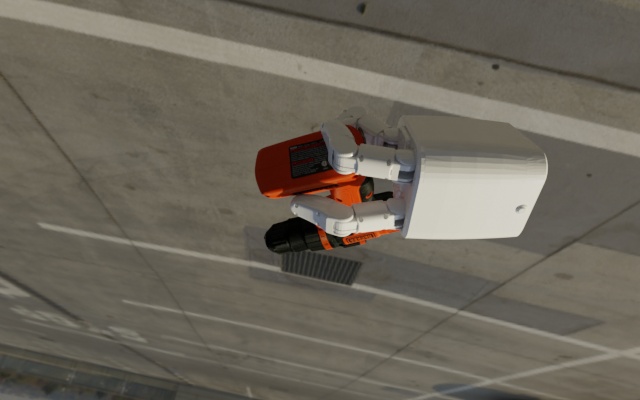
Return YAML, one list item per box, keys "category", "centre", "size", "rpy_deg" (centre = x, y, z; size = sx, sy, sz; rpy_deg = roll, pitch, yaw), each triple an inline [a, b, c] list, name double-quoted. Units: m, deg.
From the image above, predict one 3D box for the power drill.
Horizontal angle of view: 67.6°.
- category: "power drill"
  centre: [0.000, 0.001, 0.514]
  size: [0.184, 0.057, 0.188]
  rpy_deg: [-15, -26, 11]
